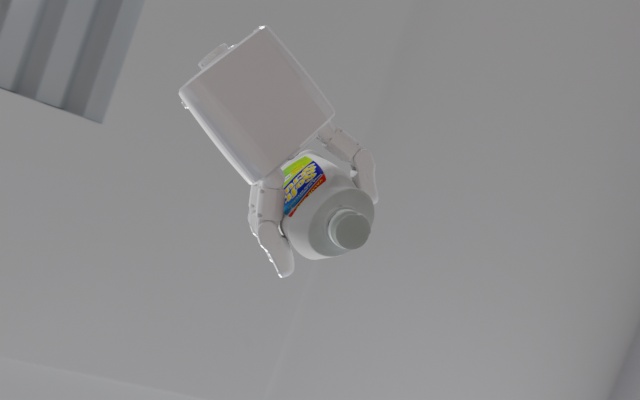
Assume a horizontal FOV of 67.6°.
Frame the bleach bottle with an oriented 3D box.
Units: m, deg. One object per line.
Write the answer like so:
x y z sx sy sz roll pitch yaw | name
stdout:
0.000 0.002 0.487 0.102 0.068 0.251 -40 15 -6 | bleach bottle
